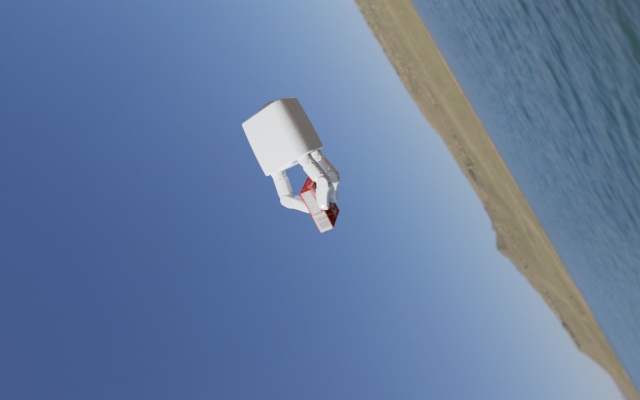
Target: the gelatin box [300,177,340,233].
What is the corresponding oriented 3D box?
[{"bbox_3d":[0.000,0.003,0.881,0.030,0.089,0.073,-21,18,20],"label":"gelatin box"}]
